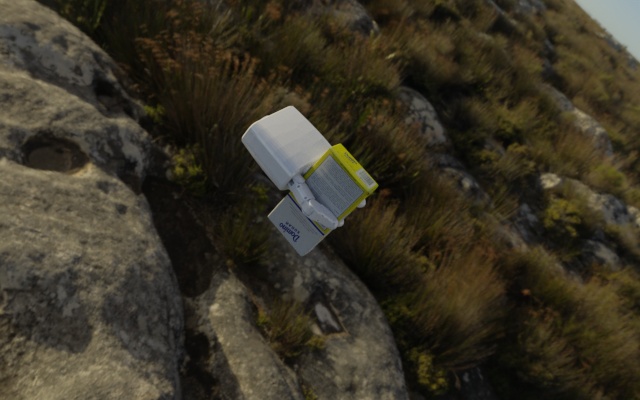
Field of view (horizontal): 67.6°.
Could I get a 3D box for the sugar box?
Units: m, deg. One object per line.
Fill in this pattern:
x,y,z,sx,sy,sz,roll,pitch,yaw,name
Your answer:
0.000,0.002,0.771,0.176,0.093,0.048,-45,-9,34,sugar box
